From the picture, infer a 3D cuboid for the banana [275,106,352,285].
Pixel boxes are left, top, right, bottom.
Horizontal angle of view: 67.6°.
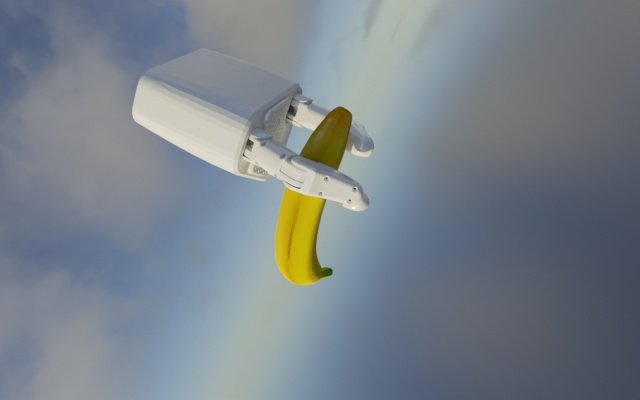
[{"bbox_3d":[-0.010,0.013,0.419,0.037,0.198,0.069,26,44,21],"label":"banana"}]
